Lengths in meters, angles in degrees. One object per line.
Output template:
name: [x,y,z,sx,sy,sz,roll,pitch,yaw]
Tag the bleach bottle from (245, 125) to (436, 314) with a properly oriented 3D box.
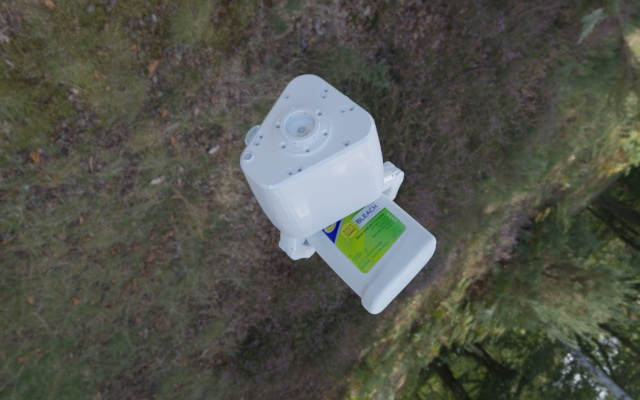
bleach bottle: [0.000,0.002,0.528,0.250,0.102,0.068,41,-12,24]
